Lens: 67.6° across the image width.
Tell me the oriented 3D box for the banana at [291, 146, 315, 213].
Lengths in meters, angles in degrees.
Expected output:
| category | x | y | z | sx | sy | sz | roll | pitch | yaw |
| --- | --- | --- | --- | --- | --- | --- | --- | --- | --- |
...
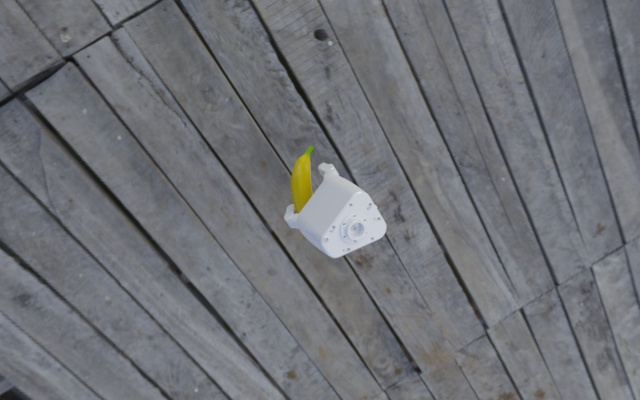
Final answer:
| category | x | y | z | sx | sy | sz | roll | pitch | yaw |
| --- | --- | --- | --- | --- | --- | --- | --- | --- | --- |
| banana | -0.016 | 0.005 | 0.864 | 0.069 | 0.198 | 0.037 | -20 | 19 | -27 |
